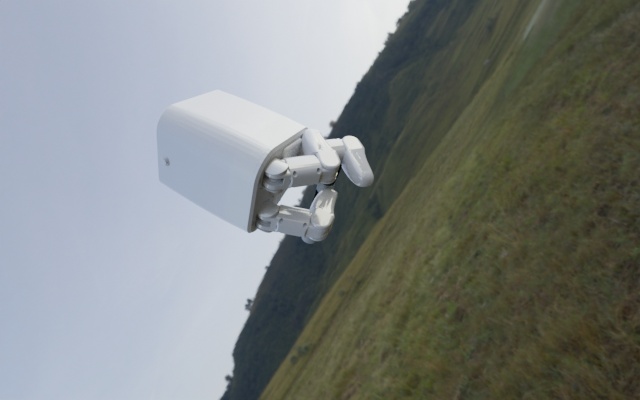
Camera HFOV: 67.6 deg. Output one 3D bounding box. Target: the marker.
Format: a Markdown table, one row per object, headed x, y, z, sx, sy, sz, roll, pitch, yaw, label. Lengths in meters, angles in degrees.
| x | y | z | sx | sy | sz | roll | pitch | yaw | label |
| --- | --- | --- | --- | --- | --- | --- | --- | --- | --- |
| 0.000 | 0.002 | 0.507 | 0.020 | 0.020 | 0.121 | 0 | -43 | -17 | marker |
